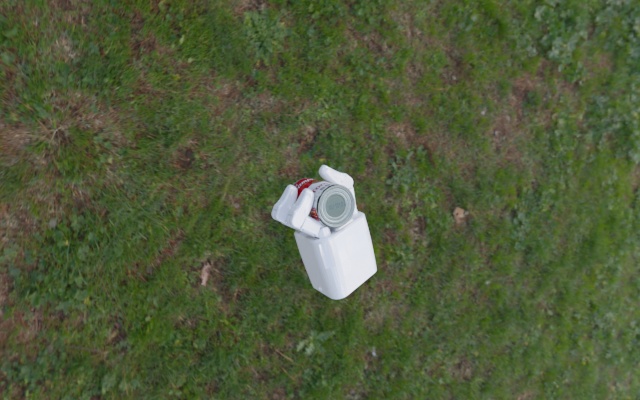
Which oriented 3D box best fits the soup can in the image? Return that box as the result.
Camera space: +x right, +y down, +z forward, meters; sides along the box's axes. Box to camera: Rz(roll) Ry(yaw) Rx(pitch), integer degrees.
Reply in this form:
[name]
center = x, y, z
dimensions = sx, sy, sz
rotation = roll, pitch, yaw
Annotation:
[soup can]
center = 0.000, 0.002, 0.756
dimensions = 0.068, 0.068, 0.102
rotation = 0, 8, -29
